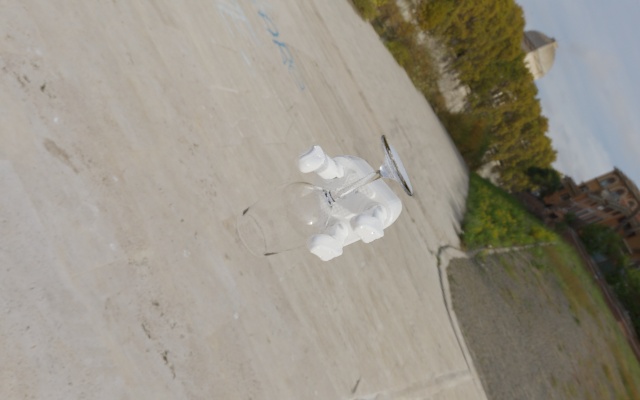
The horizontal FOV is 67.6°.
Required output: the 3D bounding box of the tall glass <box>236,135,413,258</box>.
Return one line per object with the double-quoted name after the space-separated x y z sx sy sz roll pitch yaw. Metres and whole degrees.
0.001 0.001 0.556 0.201 0.079 0.079 -25 -9 18 "tall glass"
